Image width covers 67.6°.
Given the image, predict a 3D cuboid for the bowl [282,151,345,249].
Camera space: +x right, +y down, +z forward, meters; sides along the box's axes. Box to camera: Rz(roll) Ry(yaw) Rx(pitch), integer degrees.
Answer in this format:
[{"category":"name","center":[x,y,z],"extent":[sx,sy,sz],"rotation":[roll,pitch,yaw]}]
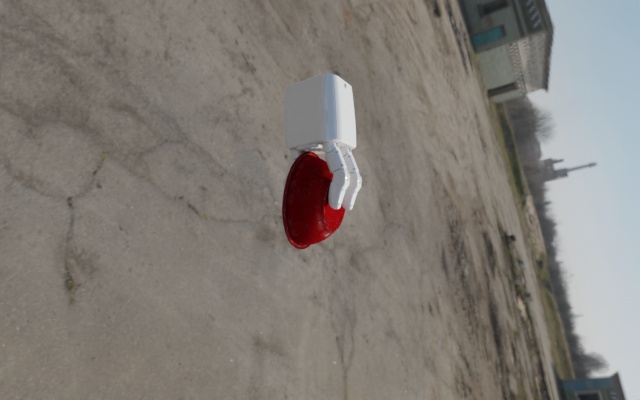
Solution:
[{"category":"bowl","center":[0.001,0.004,0.771],"extent":[0.055,0.162,0.162],"rotation":[6,3,24]}]
